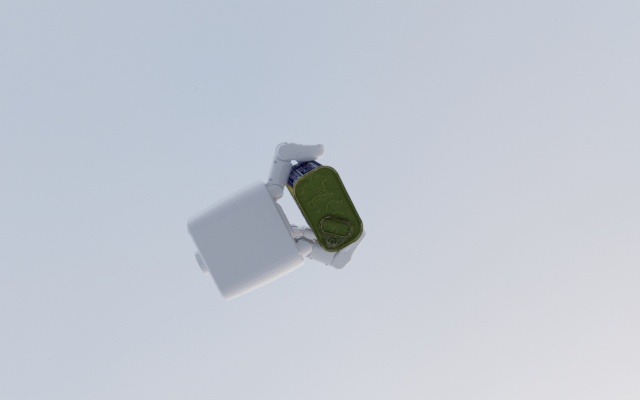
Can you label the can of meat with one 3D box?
[{"bbox_3d":[0.000,0.002,0.585,0.057,0.102,0.084,-30,18,-6],"label":"can of meat"}]
